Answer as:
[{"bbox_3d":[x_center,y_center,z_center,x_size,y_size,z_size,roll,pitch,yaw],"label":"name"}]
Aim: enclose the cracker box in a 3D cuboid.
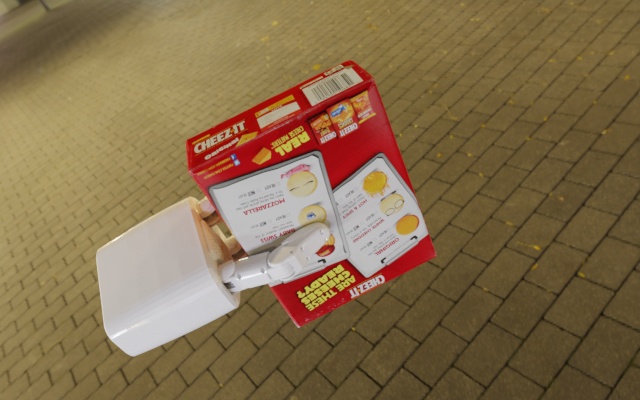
[{"bbox_3d":[0.000,0.001,0.453,0.164,0.214,0.072,-27,36,1],"label":"cracker box"}]
